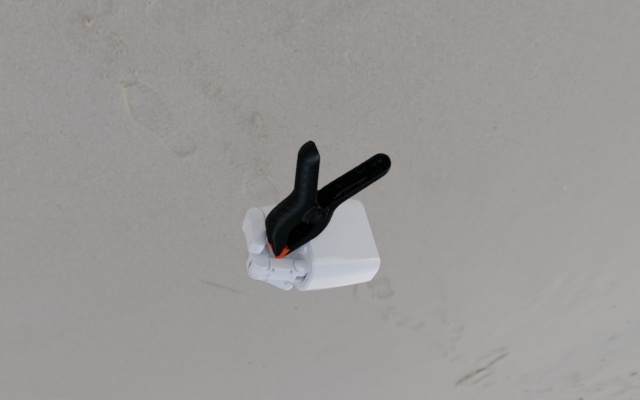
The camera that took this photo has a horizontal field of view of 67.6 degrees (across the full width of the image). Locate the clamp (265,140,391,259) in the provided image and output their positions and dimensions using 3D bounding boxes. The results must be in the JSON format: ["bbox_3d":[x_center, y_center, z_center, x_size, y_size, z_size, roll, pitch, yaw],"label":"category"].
[{"bbox_3d":[0.000,0.002,0.523,0.120,0.039,0.171,2,-39,-32],"label":"clamp"}]
